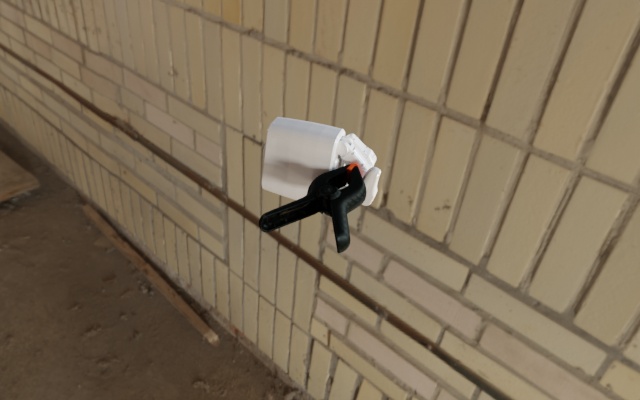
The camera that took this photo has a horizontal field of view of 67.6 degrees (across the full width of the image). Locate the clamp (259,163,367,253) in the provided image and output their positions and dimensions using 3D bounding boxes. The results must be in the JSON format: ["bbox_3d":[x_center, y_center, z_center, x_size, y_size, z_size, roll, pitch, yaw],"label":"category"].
[{"bbox_3d":[0.000,0.001,0.624,0.120,0.039,0.171,13,35,14],"label":"clamp"}]
